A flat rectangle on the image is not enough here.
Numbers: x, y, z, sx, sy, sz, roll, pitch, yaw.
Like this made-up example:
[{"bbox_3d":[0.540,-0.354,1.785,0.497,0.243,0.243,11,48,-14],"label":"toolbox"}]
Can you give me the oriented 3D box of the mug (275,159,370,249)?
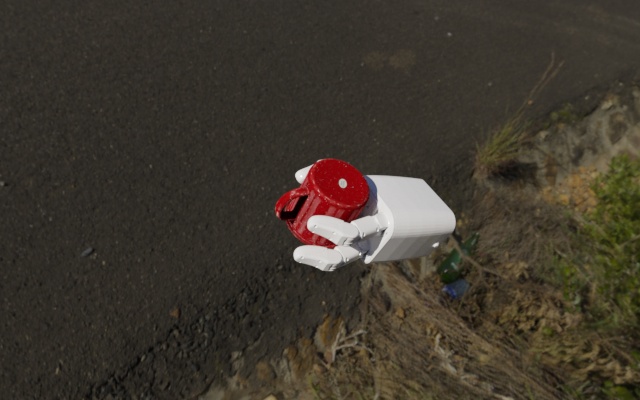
[{"bbox_3d":[-0.001,0.002,0.599,0.117,0.093,0.081,-1,-38,-28],"label":"mug"}]
